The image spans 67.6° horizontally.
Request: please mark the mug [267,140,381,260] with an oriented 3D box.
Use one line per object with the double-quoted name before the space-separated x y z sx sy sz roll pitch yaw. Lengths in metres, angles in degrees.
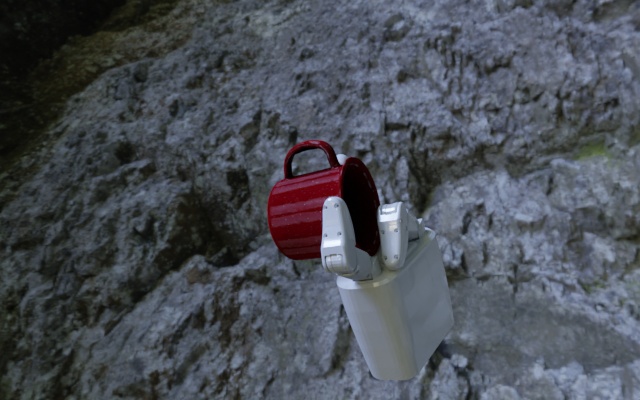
"mug" -0.001 0.000 0.448 0.081 0.117 0.093 -11 16 27
